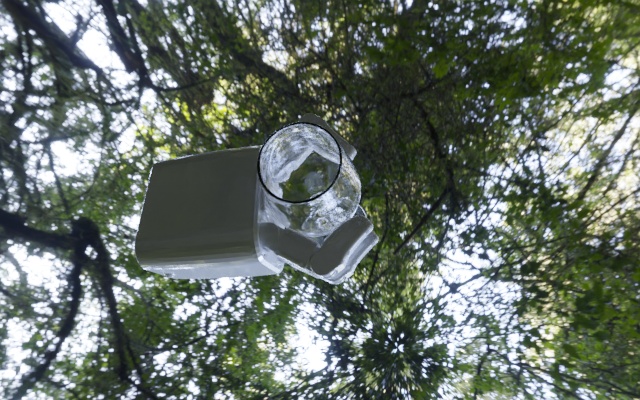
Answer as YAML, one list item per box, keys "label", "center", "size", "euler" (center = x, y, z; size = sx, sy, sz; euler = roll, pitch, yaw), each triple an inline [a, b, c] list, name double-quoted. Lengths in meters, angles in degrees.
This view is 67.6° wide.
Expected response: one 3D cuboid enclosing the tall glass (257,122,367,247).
- label: "tall glass"
  center: [0.000, 0.002, 0.430]
  size: [0.079, 0.079, 0.201]
  euler: [0, -17, 9]
